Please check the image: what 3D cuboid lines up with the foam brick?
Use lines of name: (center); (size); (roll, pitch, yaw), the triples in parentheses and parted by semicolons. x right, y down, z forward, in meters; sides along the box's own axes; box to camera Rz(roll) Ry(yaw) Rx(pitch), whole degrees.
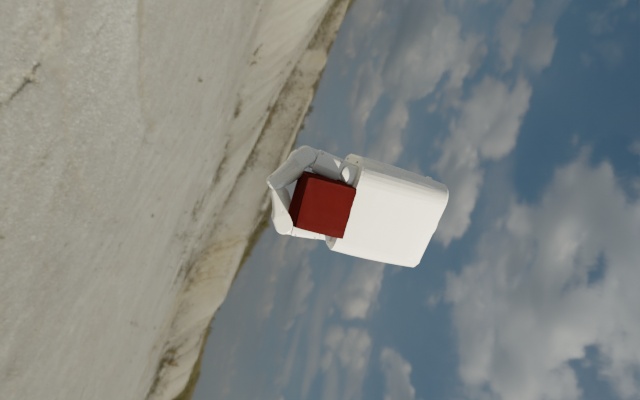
foam brick: (0.000, 0.002, 0.491); (0.051, 0.053, 0.078); (16, 7, -10)
